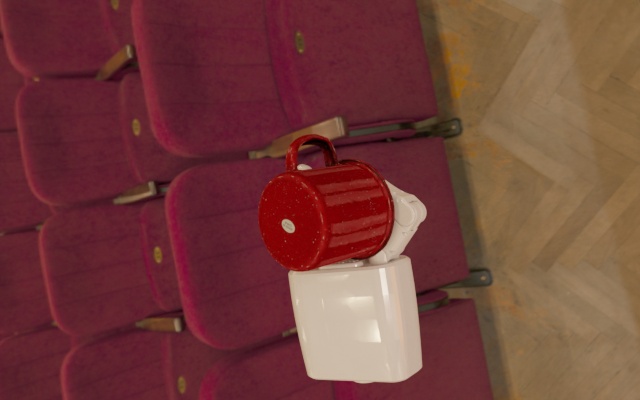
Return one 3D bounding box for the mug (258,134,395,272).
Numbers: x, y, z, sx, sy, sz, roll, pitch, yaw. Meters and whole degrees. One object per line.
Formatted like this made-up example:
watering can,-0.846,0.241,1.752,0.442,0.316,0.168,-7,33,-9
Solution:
mug,0.000,0.000,0.406,0.093,0.117,0.081,-9,1,44
